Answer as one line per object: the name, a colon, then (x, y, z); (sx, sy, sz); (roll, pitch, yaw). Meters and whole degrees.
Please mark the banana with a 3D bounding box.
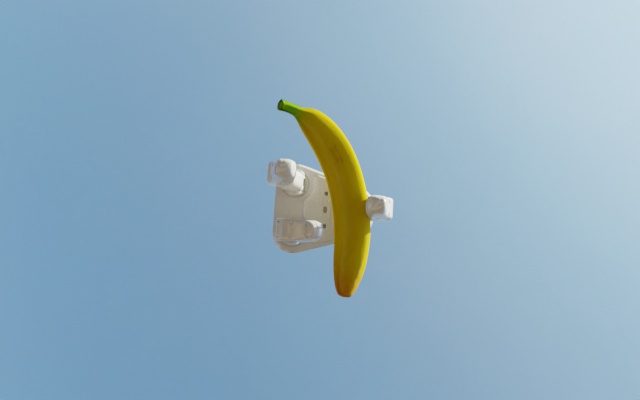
banana: (0.015, -0.007, 0.471); (0.069, 0.198, 0.037); (-19, 1, -25)
